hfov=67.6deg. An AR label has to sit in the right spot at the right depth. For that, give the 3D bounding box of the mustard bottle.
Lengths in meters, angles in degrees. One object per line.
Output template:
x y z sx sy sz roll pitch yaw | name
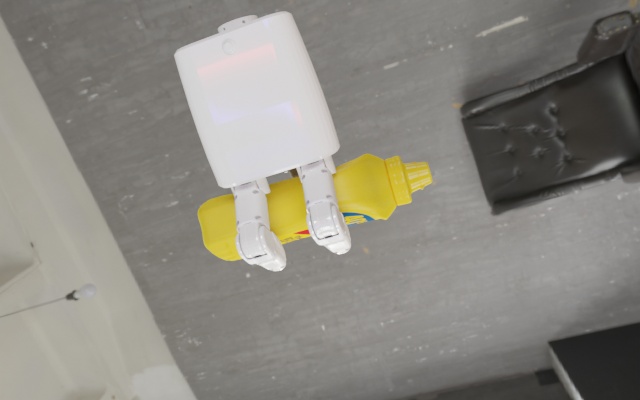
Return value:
0.000 0.002 0.414 0.191 0.058 0.096 -16 -11 11 | mustard bottle
